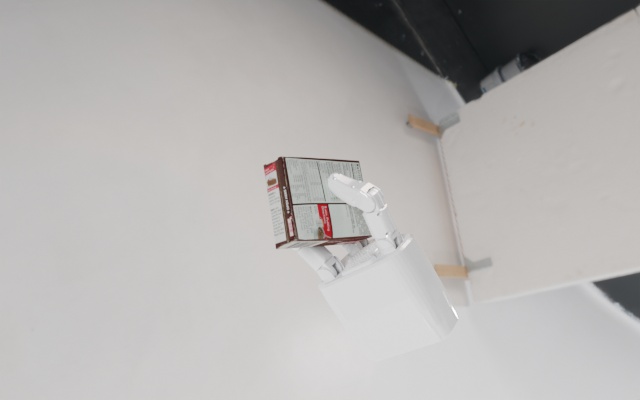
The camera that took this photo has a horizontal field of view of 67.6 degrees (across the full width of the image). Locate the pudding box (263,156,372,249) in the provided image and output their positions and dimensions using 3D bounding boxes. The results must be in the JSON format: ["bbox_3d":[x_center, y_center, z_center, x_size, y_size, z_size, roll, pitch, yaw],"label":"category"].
[{"bbox_3d":[0.000,0.002,0.508,0.113,0.090,0.039,1,-16,-42],"label":"pudding box"}]
